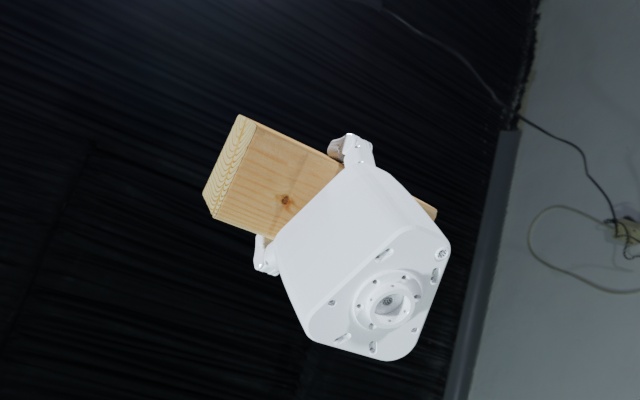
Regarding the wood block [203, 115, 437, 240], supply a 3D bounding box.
[{"bbox_3d":[0.000,0.001,0.482,0.206,0.091,0.090,23,7,-25],"label":"wood block"}]
